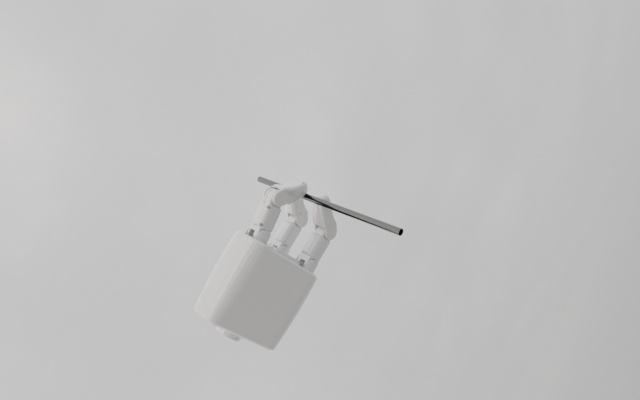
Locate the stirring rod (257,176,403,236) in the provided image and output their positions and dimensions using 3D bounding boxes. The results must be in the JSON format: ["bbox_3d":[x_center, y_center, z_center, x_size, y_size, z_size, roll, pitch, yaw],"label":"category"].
[{"bbox_3d":[0.000,0.002,0.577,0.239,0.011,0.011,20,14,42],"label":"stirring rod"}]
